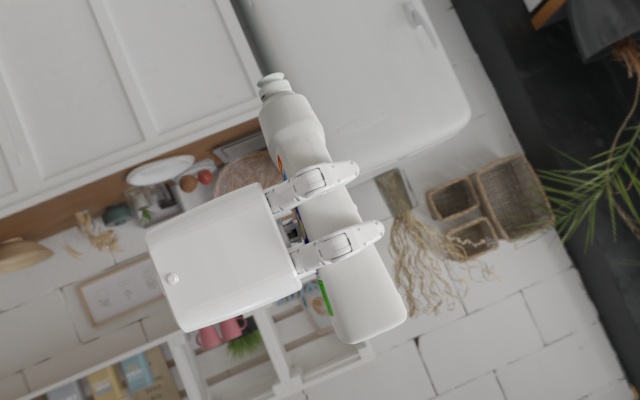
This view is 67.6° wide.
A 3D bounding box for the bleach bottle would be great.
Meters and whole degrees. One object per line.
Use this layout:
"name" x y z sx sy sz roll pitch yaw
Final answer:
"bleach bottle" 0.000 0.001 0.452 0.068 0.251 0.102 -22 -5 -4
